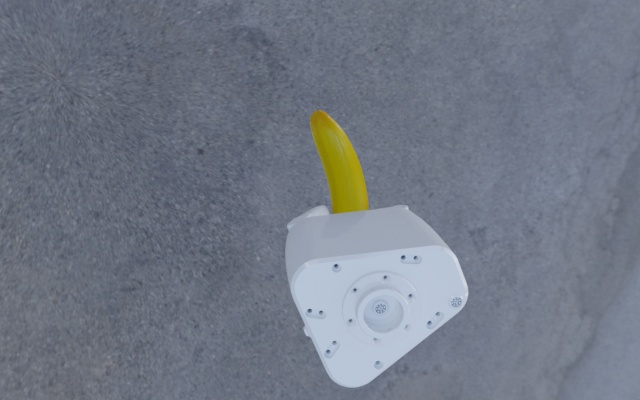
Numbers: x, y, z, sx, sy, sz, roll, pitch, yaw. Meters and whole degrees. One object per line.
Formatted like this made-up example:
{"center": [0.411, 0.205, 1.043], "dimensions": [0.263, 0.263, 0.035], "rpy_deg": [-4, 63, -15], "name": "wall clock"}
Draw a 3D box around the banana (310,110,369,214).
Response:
{"center": [0.017, 0.007, 0.495], "dimensions": [0.069, 0.198, 0.037], "rpy_deg": [5, 8, 21], "name": "banana"}
